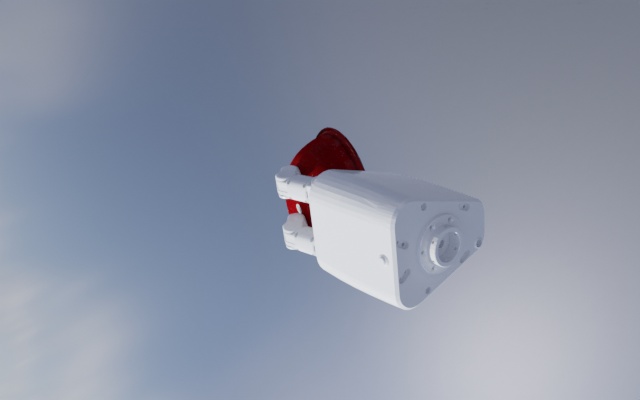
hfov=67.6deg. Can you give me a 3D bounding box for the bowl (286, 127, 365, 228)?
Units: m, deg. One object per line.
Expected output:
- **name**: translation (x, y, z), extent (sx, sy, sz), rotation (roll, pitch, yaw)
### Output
- **bowl**: translation (-0.001, 0.002, 0.542), extent (0.055, 0.162, 0.162), rotation (-15, 5, -20)
